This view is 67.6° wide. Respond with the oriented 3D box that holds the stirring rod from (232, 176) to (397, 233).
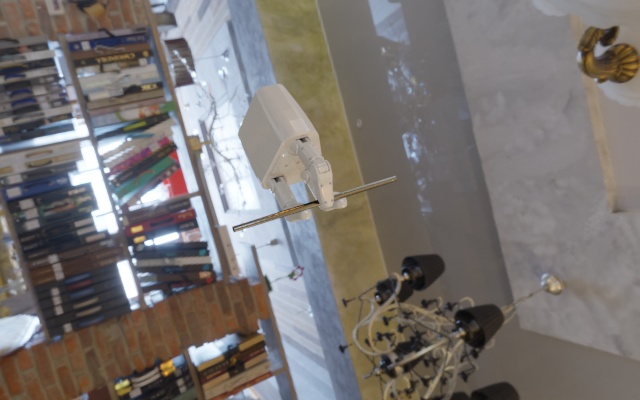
[{"bbox_3d":[0.000,0.002,0.622,0.239,0.011,0.011,-17,7,-24],"label":"stirring rod"}]
